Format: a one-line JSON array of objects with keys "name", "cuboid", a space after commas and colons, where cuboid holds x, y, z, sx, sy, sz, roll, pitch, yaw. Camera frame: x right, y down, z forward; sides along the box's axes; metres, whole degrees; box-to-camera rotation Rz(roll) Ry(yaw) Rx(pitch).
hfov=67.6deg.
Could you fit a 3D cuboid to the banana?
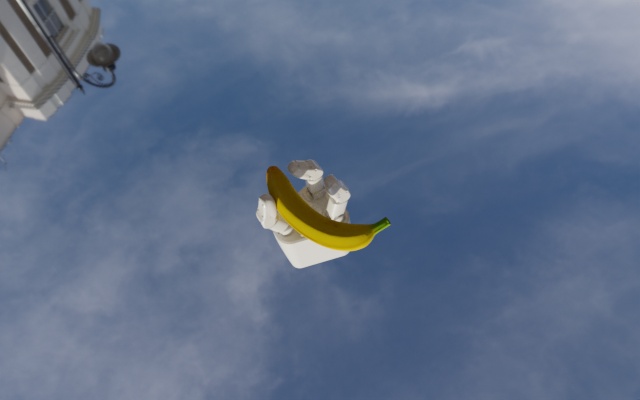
[{"name": "banana", "cuboid": [-0.007, 0.018, 0.637, 0.197, 0.069, 0.037, 26, -20, 24]}]
